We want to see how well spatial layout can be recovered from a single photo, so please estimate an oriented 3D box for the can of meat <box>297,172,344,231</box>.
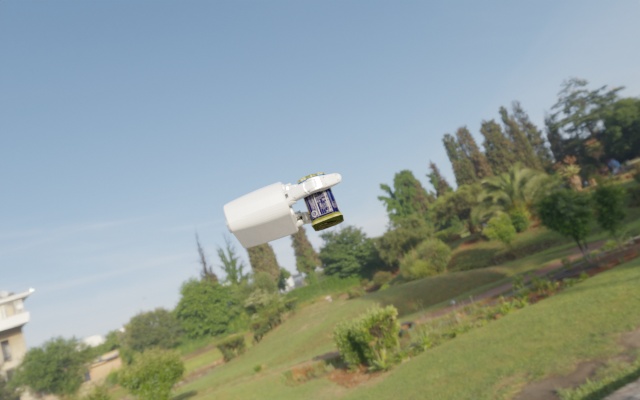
[{"bbox_3d":[0.000,0.002,0.850,0.057,0.084,0.102,-21,-12,1],"label":"can of meat"}]
